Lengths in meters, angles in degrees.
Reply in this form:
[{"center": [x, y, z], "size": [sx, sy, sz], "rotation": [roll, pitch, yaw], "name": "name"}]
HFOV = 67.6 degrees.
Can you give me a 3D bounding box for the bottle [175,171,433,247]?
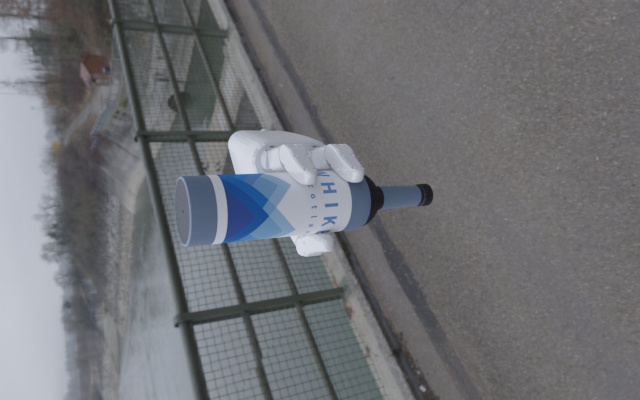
[{"center": [0.000, 0.002, 0.515], "size": [0.296, 0.069, 0.069], "rotation": [-4, 2, -28], "name": "bottle"}]
